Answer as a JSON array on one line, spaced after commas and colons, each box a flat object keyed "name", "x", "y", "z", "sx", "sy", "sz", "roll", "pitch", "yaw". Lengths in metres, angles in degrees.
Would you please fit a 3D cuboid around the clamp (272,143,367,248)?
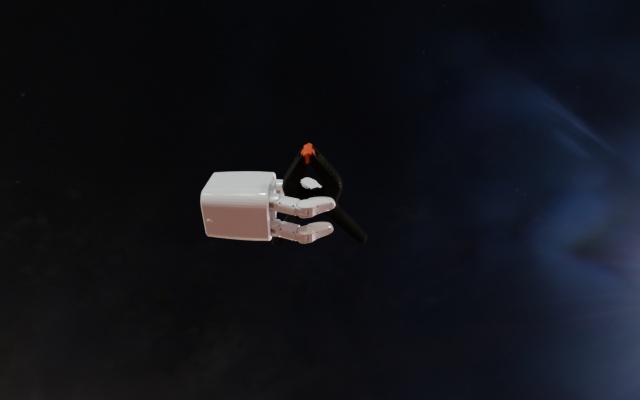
[{"name": "clamp", "x": 0.000, "y": 0.002, "z": 0.775, "sx": 0.164, "sy": 0.210, "sz": 0.036, "roll": 1, "pitch": 41, "yaw": 0}]
